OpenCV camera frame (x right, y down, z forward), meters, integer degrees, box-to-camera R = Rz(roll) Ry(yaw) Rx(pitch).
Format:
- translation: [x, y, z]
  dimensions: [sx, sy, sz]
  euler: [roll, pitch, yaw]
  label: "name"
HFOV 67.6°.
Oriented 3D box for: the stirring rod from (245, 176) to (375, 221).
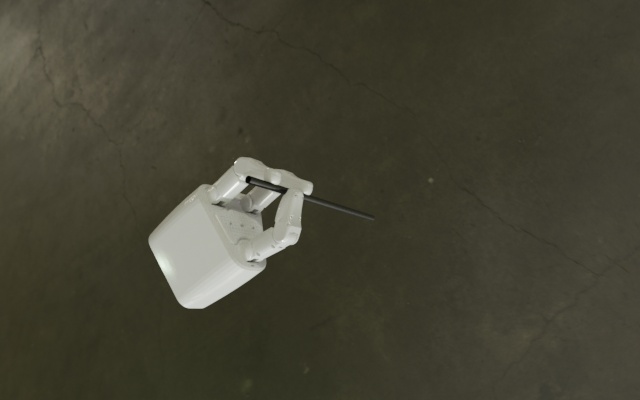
- translation: [0.000, 0.002, 0.559]
  dimensions: [0.011, 0.011, 0.239]
  euler: [0, -11, 37]
  label: "stirring rod"
